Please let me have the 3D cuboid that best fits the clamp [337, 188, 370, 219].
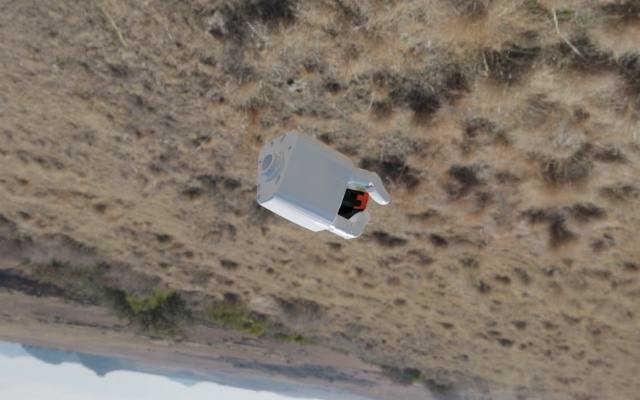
[{"bbox_3d":[0.000,0.003,0.790,0.120,0.039,0.171,27,-28,-34],"label":"clamp"}]
